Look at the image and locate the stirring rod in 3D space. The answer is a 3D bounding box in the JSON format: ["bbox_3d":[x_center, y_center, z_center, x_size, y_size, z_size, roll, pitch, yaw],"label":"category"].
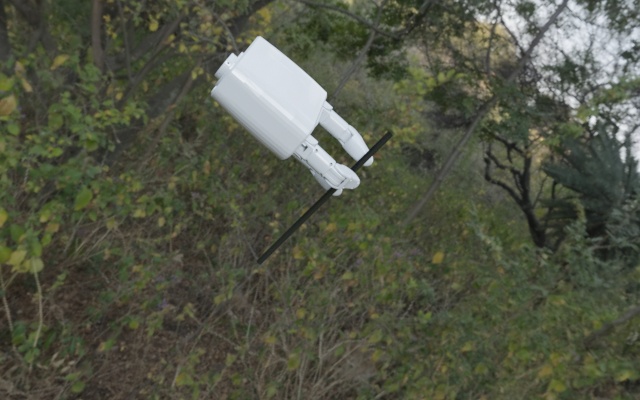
[{"bbox_3d":[0.000,0.002,0.594,0.239,0.011,0.011,-44,-17,18],"label":"stirring rod"}]
